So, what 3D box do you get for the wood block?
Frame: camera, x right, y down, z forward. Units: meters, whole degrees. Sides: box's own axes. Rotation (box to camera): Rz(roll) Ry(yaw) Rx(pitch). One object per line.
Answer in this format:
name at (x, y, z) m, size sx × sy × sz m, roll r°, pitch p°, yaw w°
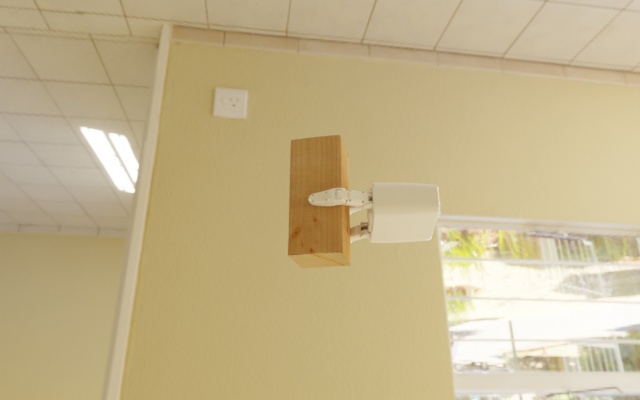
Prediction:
wood block at (0.000, 0.003, 0.817) m, size 0.090 × 0.206 × 0.091 m, roll -5°, pitch -22°, yaw 11°
